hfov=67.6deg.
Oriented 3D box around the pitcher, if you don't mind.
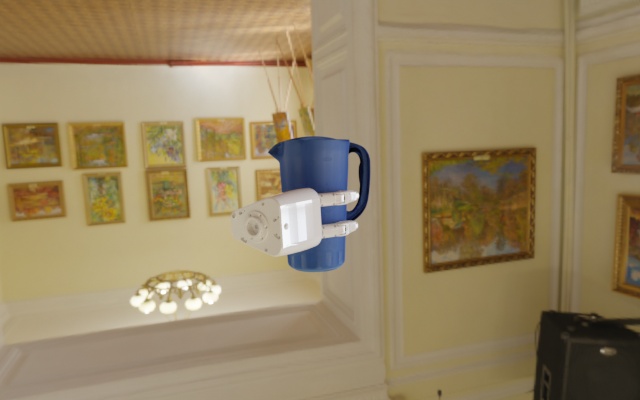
[{"bbox_3d":[0.000,0.003,0.887,0.149,0.243,0.145,2,7,33],"label":"pitcher"}]
